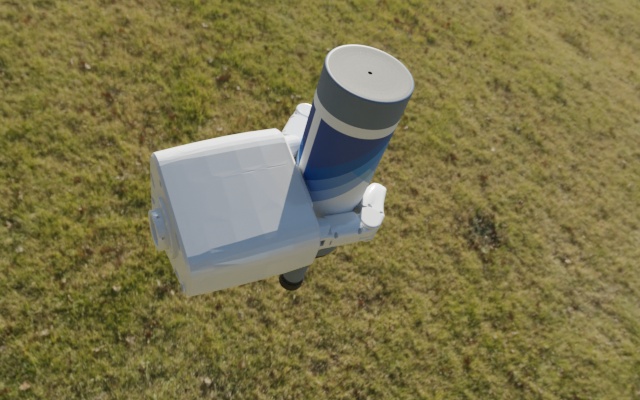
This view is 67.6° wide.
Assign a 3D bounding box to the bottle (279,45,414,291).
[{"bbox_3d":[0.000,0.001,0.445,0.069,0.069,0.296,0,-39,-18],"label":"bottle"}]
